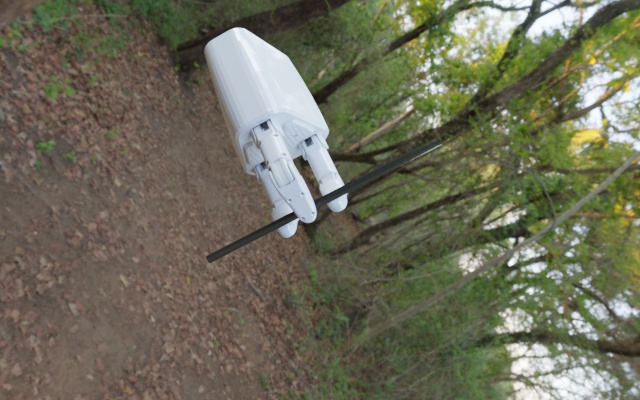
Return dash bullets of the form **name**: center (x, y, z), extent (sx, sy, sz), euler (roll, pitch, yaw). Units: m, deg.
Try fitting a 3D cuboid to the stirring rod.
- **stirring rod**: center (0.000, 0.001, 0.440), extent (0.239, 0.011, 0.011), euler (-27, -3, 6)
